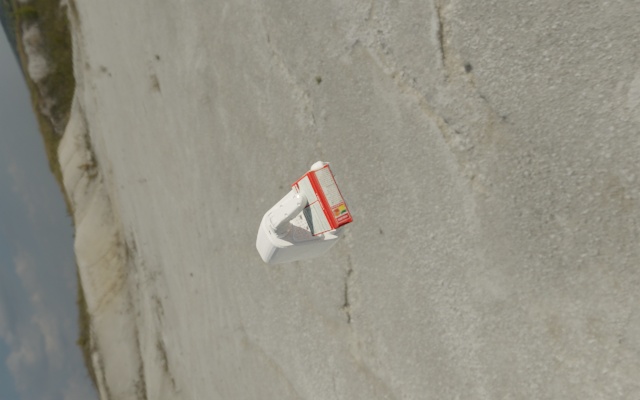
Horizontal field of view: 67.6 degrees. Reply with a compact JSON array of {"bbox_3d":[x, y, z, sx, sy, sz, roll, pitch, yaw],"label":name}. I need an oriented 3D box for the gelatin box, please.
[{"bbox_3d":[0.000,0.002,0.584,0.030,0.073,0.089,-23,-2,-19],"label":"gelatin box"}]
